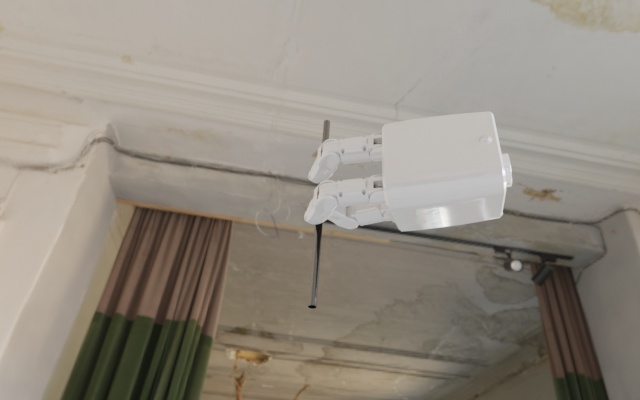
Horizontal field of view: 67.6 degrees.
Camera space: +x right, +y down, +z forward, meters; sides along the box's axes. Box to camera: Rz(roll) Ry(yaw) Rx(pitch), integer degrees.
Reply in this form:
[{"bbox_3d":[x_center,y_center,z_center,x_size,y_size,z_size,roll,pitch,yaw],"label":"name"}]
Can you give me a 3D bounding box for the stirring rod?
[{"bbox_3d":[0.000,0.002,0.514,0.011,0.239,0.011,3,-36,2],"label":"stirring rod"}]
